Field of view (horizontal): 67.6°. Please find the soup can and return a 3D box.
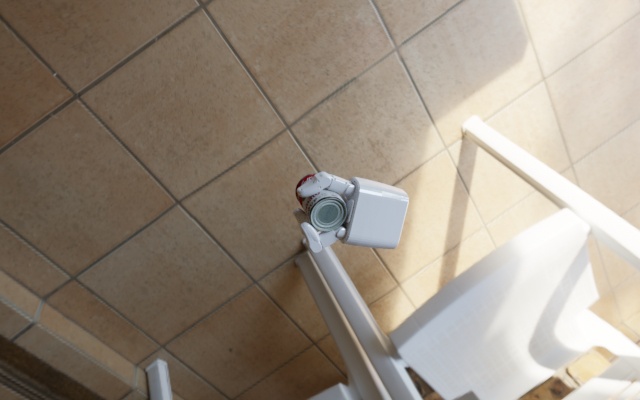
[{"bbox_3d":[0.000,0.003,0.840,0.068,0.068,0.102,0,26,-18],"label":"soup can"}]
